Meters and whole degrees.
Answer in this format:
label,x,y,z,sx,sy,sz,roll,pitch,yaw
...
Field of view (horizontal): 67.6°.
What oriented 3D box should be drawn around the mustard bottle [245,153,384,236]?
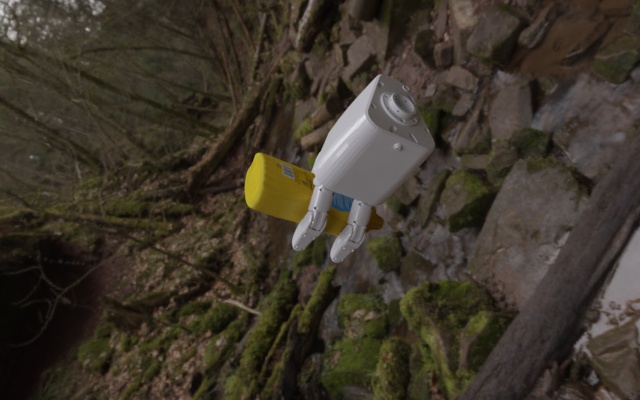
label,x,y,z,sx,sy,sz,roll,pitch,yaw
mustard bottle,0.000,0.002,0.621,0.192,0.058,0.096,19,24,-23
